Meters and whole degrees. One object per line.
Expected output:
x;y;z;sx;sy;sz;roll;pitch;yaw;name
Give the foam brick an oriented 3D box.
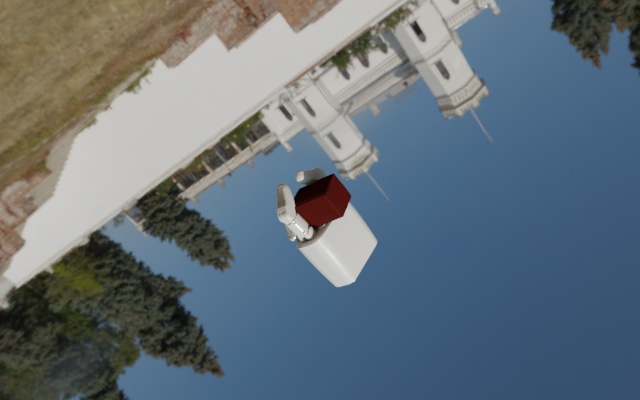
0.000;0.002;0.752;0.078;0.051;0.053;-23;27;36;foam brick
